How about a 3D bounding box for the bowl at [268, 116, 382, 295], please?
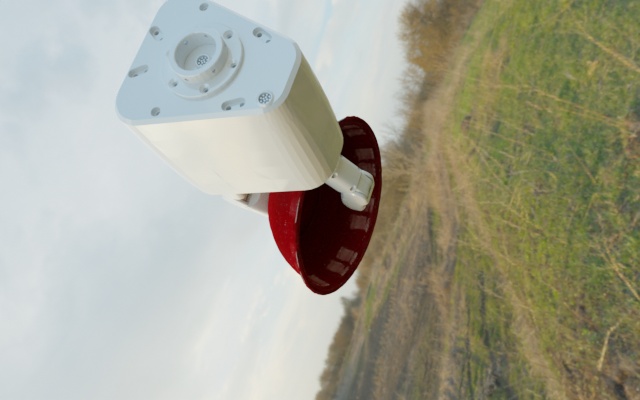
[{"bbox_3d":[0.000,0.002,0.441,0.055,0.162,0.162,11,5,29],"label":"bowl"}]
